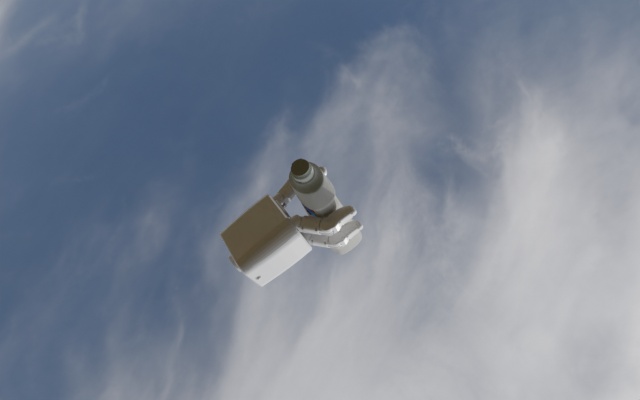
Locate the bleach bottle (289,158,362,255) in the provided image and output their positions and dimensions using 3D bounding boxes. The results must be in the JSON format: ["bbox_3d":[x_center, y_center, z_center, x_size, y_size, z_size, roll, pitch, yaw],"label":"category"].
[{"bbox_3d":[0.000,0.003,0.783,0.068,0.102,0.251,-38,-31,-4],"label":"bleach bottle"}]
